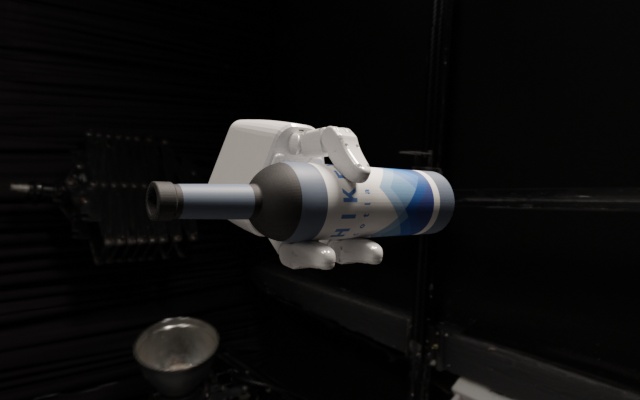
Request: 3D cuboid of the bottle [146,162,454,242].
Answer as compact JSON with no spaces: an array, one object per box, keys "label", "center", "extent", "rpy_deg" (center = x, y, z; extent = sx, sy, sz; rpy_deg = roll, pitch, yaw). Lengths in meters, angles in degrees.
[{"label":"bottle","center":[0.000,0.001,0.417],"extent":[0.296,0.069,0.069],"rpy_deg":[0,0,-38]}]
